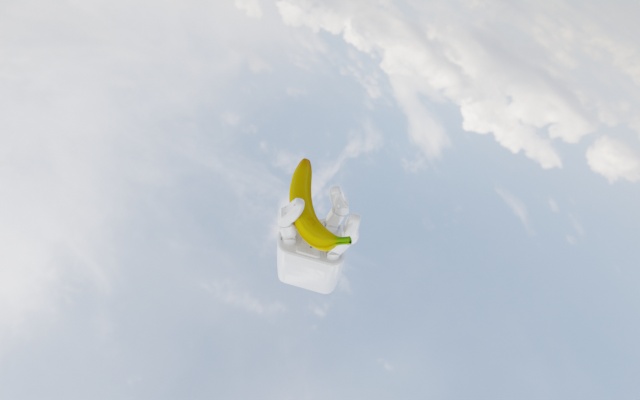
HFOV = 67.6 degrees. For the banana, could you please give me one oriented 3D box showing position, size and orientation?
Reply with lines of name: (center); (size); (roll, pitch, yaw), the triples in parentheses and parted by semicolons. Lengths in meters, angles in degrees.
banana: (-0.015, 0.013, 0.764); (0.069, 0.197, 0.037); (-27, -38, -1)
